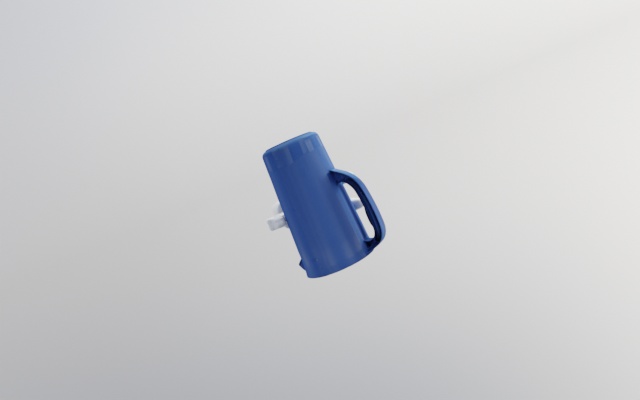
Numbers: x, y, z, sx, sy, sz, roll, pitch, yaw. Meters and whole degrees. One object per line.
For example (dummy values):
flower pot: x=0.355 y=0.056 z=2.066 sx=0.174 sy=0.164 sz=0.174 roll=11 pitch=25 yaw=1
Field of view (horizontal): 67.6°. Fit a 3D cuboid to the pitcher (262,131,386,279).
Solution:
pitcher: x=0.000 y=0.003 z=0.848 sx=0.149 sy=0.243 sz=0.145 roll=-25 pitch=5 yaw=-13
